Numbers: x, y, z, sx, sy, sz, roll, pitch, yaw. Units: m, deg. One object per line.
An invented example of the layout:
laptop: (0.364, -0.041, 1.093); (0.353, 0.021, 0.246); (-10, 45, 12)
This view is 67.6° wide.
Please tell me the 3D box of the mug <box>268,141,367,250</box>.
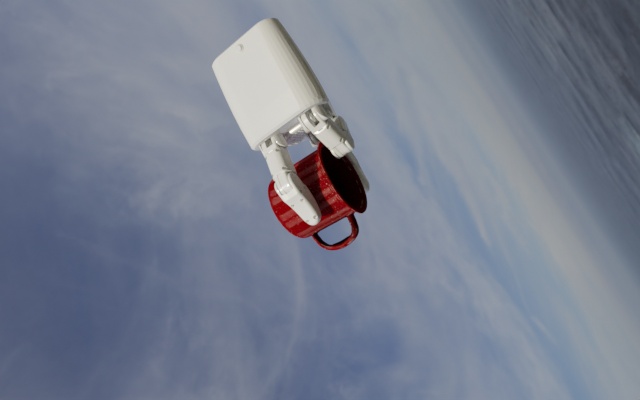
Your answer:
mug: (0.001, 0.003, 0.546); (0.081, 0.117, 0.093); (-31, -7, 23)
